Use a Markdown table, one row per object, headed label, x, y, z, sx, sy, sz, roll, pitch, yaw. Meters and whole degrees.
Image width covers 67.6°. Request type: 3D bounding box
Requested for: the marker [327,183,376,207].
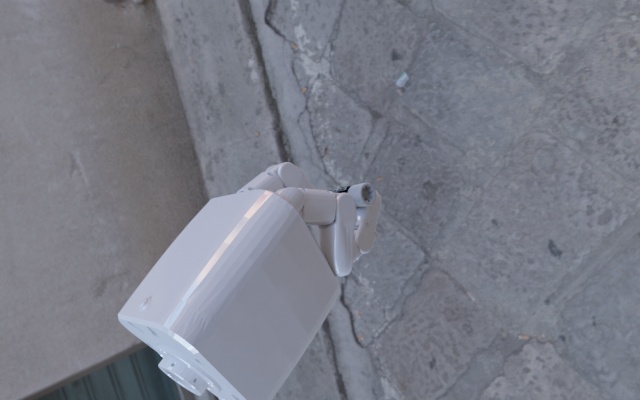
| label | x | y | z | sx | sy | sz | roll | pitch | yaw |
| --- | --- | --- | --- | --- | --- | --- | --- | --- | --- |
| marker | 0.000 | 0.001 | 0.430 | 0.020 | 0.020 | 0.121 | 0 | -6 | -40 |
